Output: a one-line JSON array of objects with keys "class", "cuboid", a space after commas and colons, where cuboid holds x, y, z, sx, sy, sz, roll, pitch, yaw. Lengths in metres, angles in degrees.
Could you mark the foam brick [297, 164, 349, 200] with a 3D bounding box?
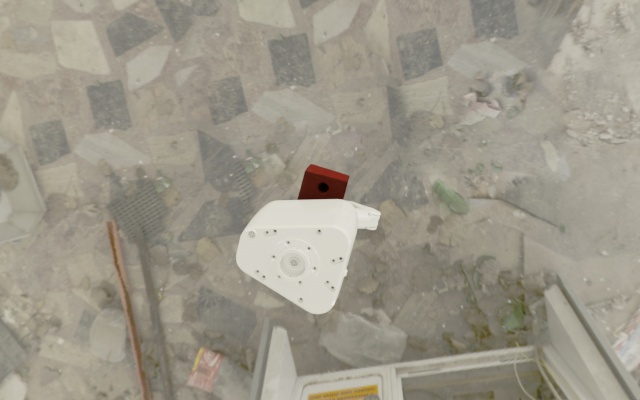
[{"class": "foam brick", "cuboid": [0.000, 0.002, 0.581, 0.053, 0.078, 0.051, 15, 12, 3]}]
